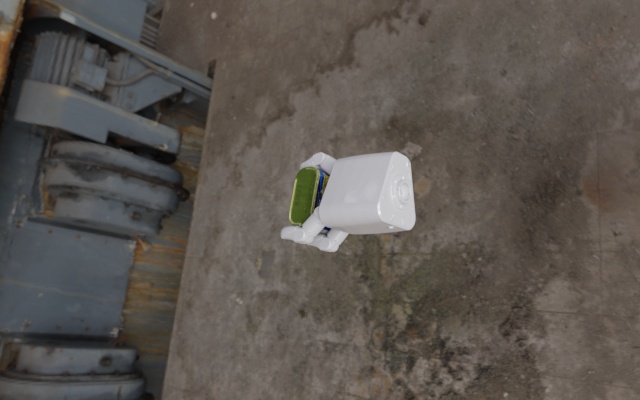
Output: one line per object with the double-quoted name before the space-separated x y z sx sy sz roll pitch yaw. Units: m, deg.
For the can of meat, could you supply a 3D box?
"can of meat" 0.000 0.002 0.771 0.057 0.102 0.084 -1 -14 43
